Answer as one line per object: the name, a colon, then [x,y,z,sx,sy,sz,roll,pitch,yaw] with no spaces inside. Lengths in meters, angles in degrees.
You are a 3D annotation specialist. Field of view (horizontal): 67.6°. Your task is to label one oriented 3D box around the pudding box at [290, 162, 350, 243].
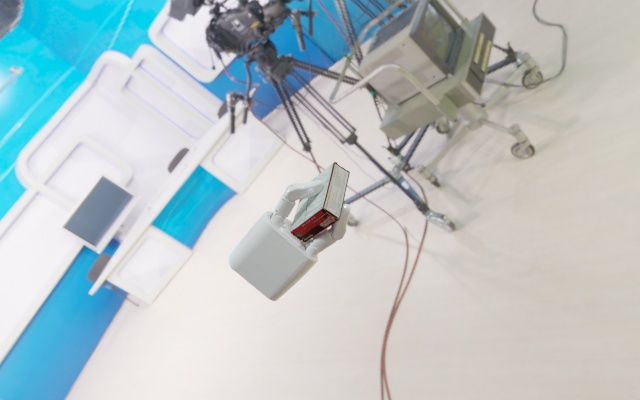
pudding box: [0.000,0.002,0.783,0.039,0.113,0.090,34,-46,-22]
